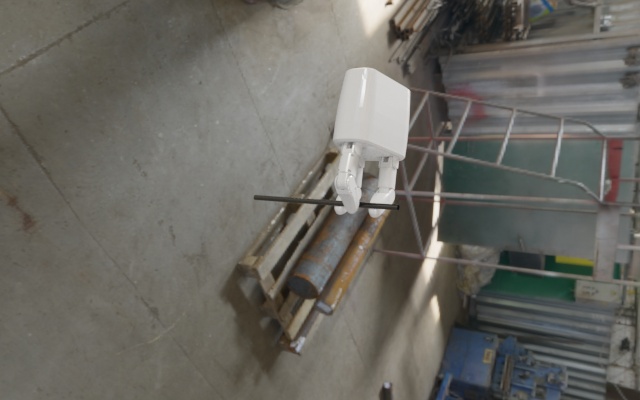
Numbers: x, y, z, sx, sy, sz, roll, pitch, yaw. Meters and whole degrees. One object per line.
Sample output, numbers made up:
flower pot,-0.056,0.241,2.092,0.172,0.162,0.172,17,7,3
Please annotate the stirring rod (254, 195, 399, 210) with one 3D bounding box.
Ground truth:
stirring rod,0.000,0.002,0.698,0.239,0.011,0.011,4,2,30
